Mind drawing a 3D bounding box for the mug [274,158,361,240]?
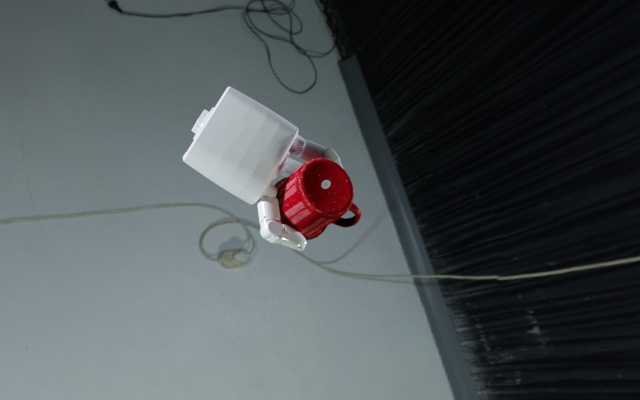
[{"bbox_3d":[0.001,0.003,0.624,0.117,0.093,0.081,30,-32,-16],"label":"mug"}]
